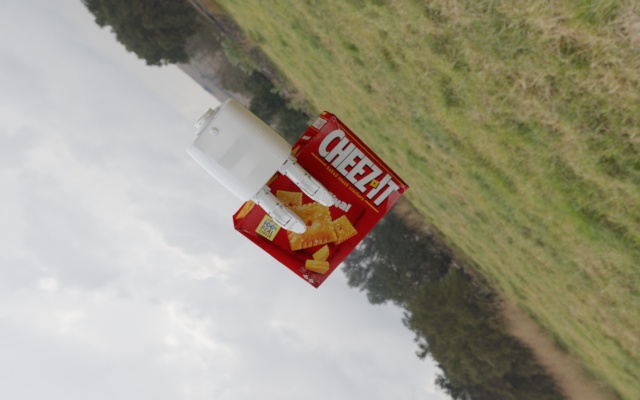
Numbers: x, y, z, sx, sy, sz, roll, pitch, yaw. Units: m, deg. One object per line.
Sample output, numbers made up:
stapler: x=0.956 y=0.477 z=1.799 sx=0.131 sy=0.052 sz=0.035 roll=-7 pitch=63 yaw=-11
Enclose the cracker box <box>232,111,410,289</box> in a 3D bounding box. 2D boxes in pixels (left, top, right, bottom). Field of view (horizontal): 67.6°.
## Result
cracker box: x=0.000 y=0.002 z=0.711 sx=0.164 sy=0.214 sz=0.072 roll=40 pitch=4 yaw=-20
